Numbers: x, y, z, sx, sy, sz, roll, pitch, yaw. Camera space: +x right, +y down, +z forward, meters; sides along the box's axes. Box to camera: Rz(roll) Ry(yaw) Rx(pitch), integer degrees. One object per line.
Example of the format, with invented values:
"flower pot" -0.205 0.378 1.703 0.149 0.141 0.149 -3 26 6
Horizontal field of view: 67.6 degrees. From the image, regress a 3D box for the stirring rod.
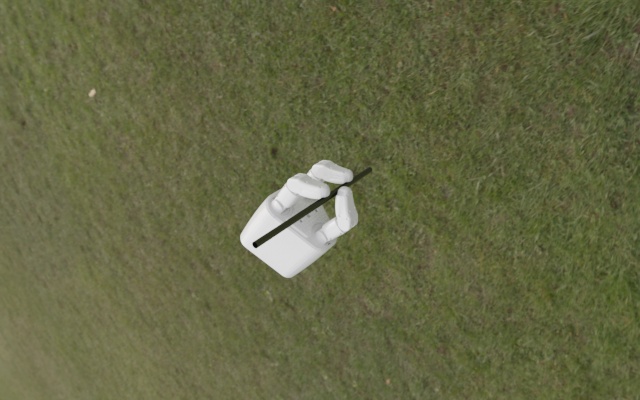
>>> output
"stirring rod" 0.000 0.002 0.600 0.011 0.011 0.239 0 23 40
